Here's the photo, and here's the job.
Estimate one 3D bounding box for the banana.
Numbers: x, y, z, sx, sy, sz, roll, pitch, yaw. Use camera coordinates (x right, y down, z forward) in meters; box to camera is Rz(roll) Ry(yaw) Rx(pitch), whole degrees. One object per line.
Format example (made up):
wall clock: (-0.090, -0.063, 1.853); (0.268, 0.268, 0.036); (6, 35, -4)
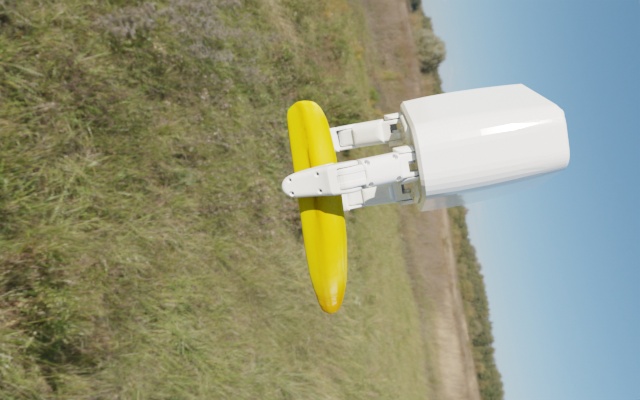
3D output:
banana: (-0.001, -0.007, 0.401); (0.037, 0.197, 0.070); (-9, -18, 0)
